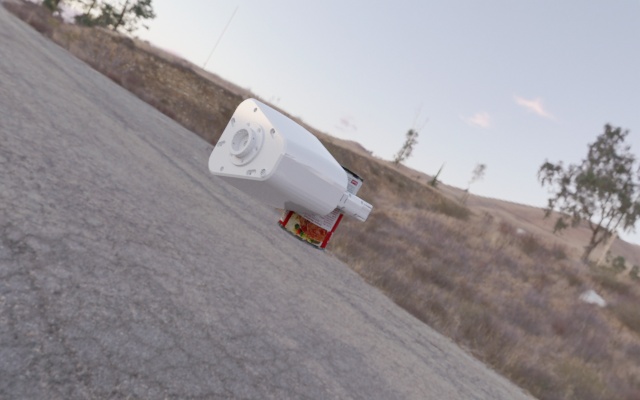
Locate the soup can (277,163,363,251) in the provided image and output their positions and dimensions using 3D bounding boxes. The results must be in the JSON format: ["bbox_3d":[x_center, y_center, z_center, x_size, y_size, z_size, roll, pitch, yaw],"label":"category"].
[{"bbox_3d":[0.001,0.002,0.595,0.068,0.102,0.068,30,1,-1],"label":"soup can"}]
